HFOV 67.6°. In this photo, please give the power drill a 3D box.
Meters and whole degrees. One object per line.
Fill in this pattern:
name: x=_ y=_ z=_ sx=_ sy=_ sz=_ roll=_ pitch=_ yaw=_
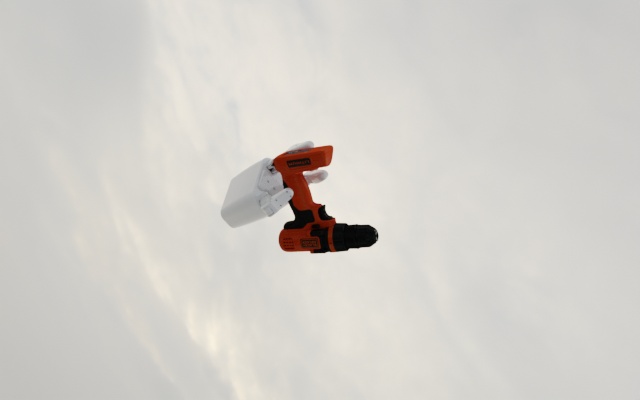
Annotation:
power drill: x=0.000 y=0.002 z=0.826 sx=0.184 sy=0.188 sz=0.057 roll=-5 pitch=15 yaw=20
